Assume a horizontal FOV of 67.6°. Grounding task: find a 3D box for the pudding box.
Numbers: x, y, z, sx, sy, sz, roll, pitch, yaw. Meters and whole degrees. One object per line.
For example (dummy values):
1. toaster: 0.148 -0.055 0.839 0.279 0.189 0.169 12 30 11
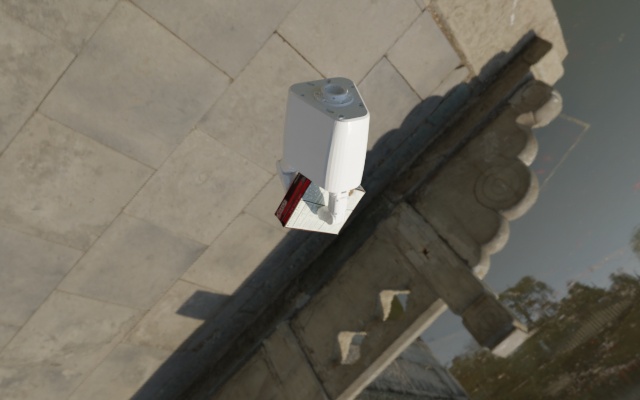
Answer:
1. pudding box: 0.000 0.002 0.712 0.113 0.090 0.039 12 30 -40
